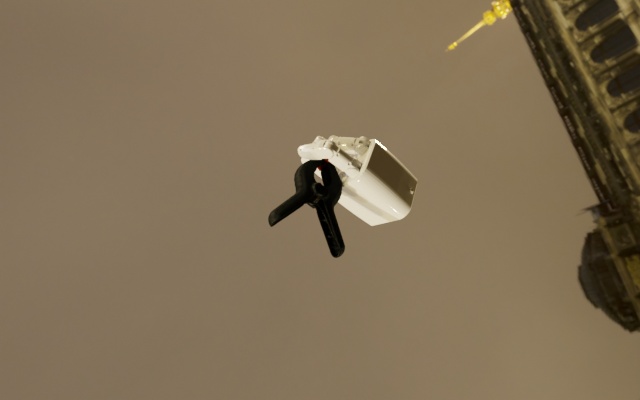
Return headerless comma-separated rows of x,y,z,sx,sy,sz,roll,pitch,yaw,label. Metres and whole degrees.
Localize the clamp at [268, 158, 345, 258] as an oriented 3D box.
0.000,0.002,0.710,0.120,0.171,0.039,39,-42,-17,clamp
